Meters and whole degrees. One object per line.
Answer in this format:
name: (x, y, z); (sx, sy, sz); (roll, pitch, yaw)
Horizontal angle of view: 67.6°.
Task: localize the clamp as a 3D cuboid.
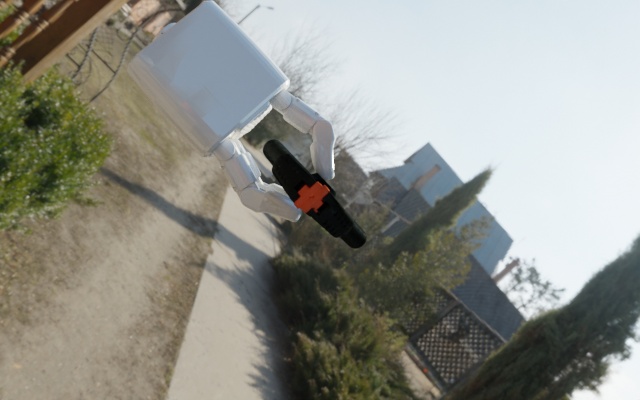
clamp: (0.001, 0.001, 0.479); (0.036, 0.164, 0.210); (-44, 8, 1)
